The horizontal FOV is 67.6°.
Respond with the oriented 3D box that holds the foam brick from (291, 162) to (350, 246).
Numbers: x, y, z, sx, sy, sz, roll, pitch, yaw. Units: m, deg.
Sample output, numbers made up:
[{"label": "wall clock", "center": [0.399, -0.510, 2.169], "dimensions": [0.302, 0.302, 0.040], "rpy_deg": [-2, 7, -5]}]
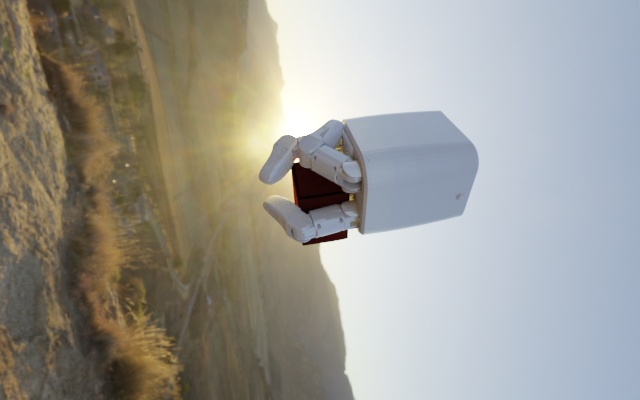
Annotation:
[{"label": "foam brick", "center": [0.000, 0.002, 0.495], "dimensions": [0.051, 0.053, 0.078], "rpy_deg": [-9, -40, -6]}]
